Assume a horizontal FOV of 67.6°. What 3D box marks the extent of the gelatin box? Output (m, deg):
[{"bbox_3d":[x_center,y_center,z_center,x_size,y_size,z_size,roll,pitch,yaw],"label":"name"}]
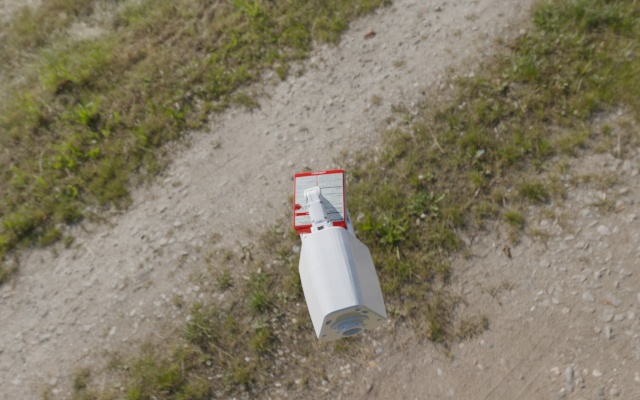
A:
[{"bbox_3d":[0.000,0.002,0.679,0.073,0.089,0.030,-6,-27,10],"label":"gelatin box"}]
